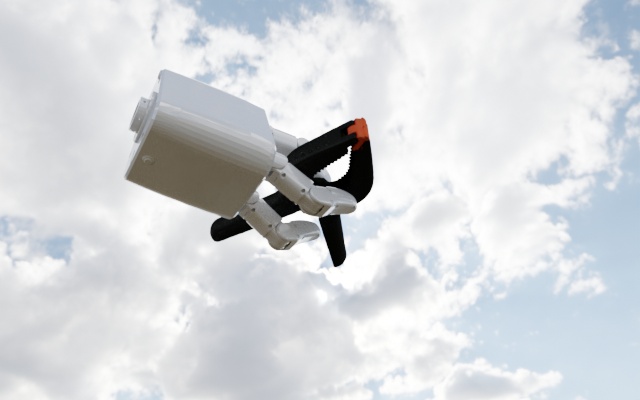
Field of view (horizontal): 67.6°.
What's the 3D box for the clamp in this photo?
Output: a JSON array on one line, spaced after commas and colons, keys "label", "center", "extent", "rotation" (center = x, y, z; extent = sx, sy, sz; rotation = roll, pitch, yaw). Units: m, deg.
[{"label": "clamp", "center": [0.000, 0.001, 0.497], "extent": [0.164, 0.036, 0.210], "rotation": [20, -46, -27]}]
